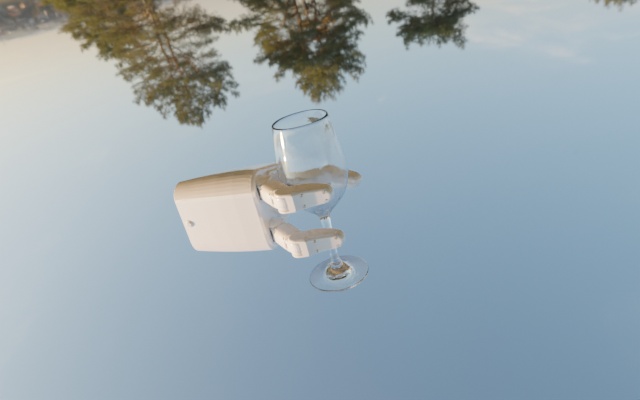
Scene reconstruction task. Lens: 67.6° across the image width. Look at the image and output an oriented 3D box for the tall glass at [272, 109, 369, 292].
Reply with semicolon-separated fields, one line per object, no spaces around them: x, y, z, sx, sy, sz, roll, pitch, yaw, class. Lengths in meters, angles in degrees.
0.000;0.002;0.545;0.079;0.201;0.079;-11;25;5;tall glass
